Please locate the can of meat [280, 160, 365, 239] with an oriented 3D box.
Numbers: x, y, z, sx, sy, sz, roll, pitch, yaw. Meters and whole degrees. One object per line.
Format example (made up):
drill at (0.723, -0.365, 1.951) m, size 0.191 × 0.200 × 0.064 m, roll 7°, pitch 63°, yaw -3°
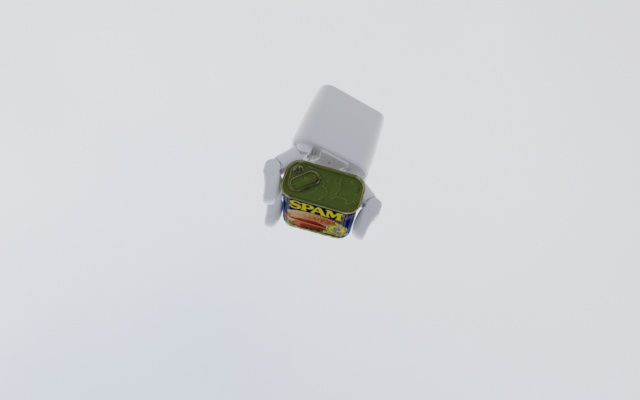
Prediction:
can of meat at (0.000, 0.002, 0.620) m, size 0.102 × 0.057 × 0.084 m, roll 16°, pitch -29°, yaw 4°
